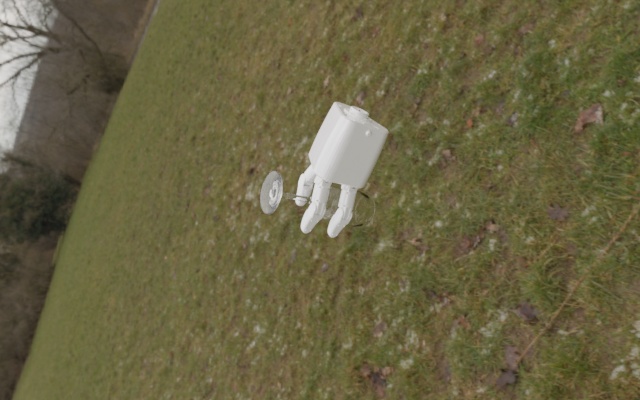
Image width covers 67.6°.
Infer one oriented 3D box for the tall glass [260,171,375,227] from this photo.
[{"bbox_3d":[-0.001,0.003,0.844,0.201,0.079,0.079,11,-6,-32],"label":"tall glass"}]
